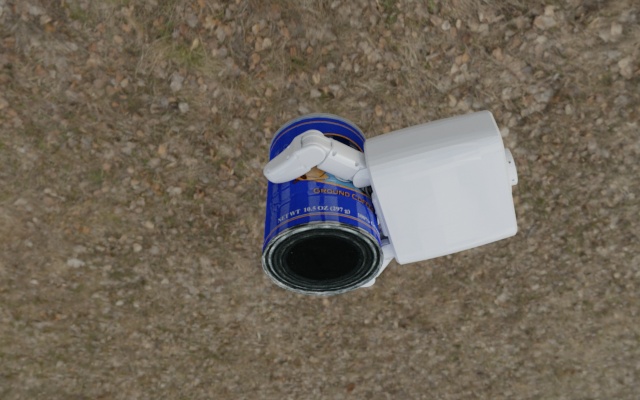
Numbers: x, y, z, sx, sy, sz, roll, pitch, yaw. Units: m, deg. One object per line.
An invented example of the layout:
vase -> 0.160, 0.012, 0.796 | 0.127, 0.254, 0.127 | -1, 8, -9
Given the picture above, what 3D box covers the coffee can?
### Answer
coffee can -> 0.000, 0.001, 0.446 | 0.103, 0.140, 0.103 | -1, -43, -1
